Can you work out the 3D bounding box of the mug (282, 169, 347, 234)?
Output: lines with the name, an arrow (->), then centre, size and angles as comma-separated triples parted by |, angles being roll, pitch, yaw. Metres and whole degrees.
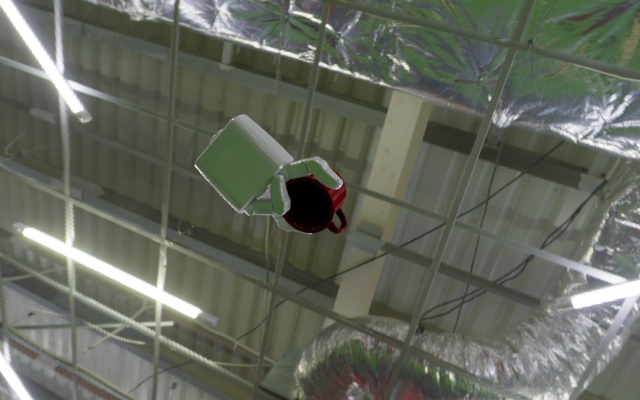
mug -> 0.001, 0.003, 0.760 | 0.093, 0.117, 0.081 | -44, 0, 31
